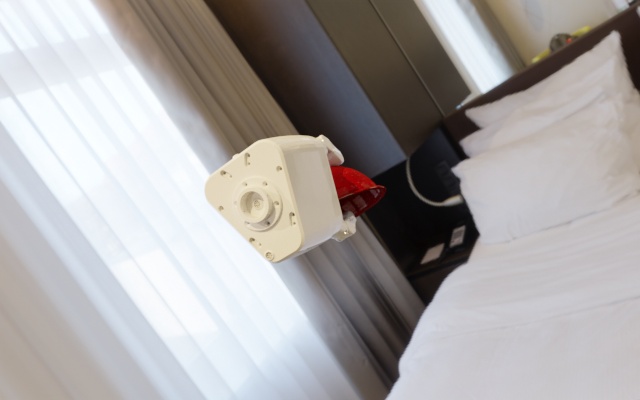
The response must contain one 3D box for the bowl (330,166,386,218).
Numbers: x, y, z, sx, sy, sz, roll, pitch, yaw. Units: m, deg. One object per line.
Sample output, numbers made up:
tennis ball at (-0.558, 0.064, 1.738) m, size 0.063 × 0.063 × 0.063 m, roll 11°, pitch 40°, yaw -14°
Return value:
bowl at (0.000, 0.002, 0.612) m, size 0.162 × 0.055 × 0.162 m, roll -25°, pitch -14°, yaw -7°
